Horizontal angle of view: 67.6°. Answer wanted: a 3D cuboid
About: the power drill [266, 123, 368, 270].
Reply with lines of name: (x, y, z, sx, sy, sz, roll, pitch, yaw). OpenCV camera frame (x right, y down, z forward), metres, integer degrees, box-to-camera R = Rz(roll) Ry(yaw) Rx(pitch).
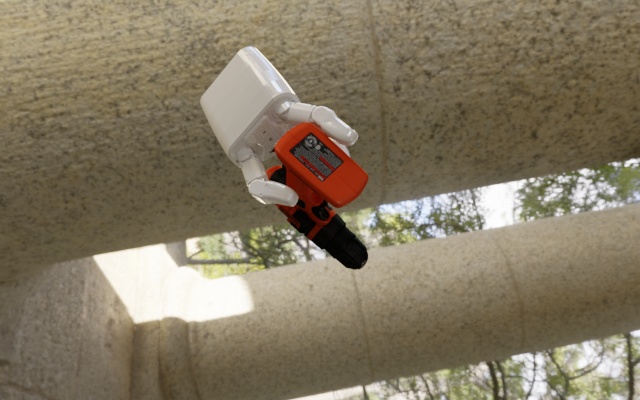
power drill: (0.000, 0.002, 0.586, 0.184, 0.057, 0.188, 41, -22, 8)
